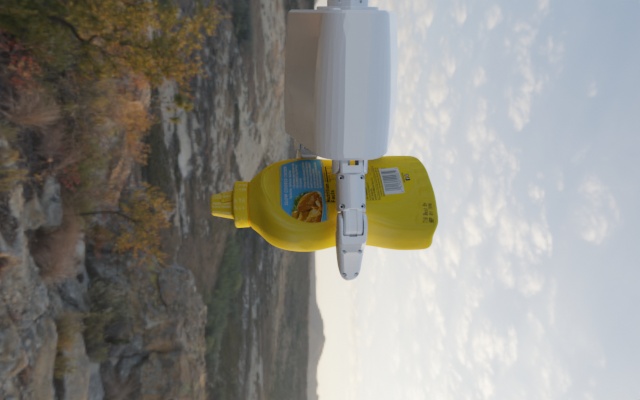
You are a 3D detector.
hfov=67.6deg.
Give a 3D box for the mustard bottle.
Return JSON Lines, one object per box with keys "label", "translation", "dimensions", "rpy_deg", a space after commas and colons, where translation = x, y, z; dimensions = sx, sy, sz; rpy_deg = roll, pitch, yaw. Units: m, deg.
{"label": "mustard bottle", "translation": [0.000, 0.002, 0.426], "dimensions": [0.191, 0.096, 0.058], "rpy_deg": [-1, -44, -4]}
